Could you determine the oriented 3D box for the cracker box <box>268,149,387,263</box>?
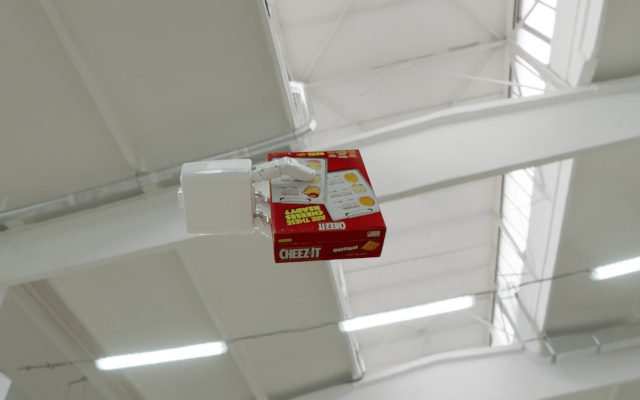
[{"bbox_3d":[0.000,0.002,0.772,0.164,0.072,0.213,-3,39,-7],"label":"cracker box"}]
